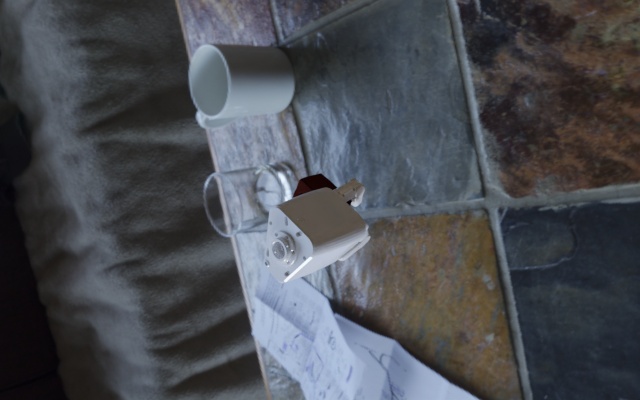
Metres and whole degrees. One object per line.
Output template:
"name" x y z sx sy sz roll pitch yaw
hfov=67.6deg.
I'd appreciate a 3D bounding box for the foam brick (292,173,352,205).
"foam brick" 0.000 0.002 0.758 0.051 0.053 0.078 -18 52 -45
